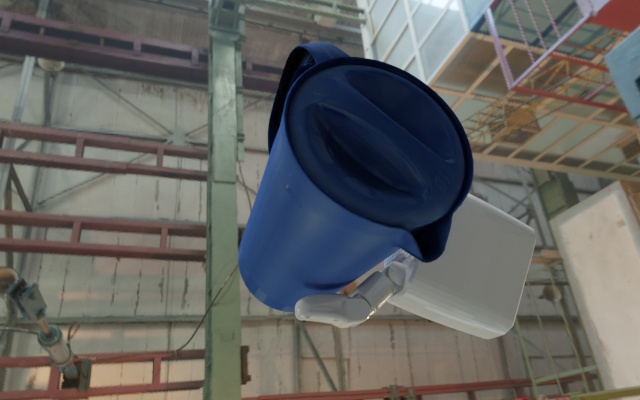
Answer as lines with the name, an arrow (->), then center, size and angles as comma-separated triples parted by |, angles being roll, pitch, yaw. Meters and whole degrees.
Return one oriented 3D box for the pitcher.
pitcher -> 0.000, 0.001, 0.404 | 0.145, 0.149, 0.243 | 24, -34, -8
